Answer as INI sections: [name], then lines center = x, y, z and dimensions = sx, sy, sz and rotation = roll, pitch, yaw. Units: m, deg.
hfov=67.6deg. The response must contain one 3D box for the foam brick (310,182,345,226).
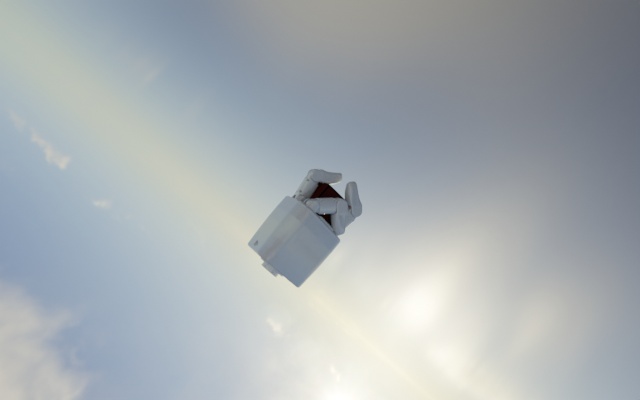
[foam brick]
center = 0.000, 0.003, 0.817
dimensions = 0.053, 0.051, 0.078
rotation = 43, -9, -22
